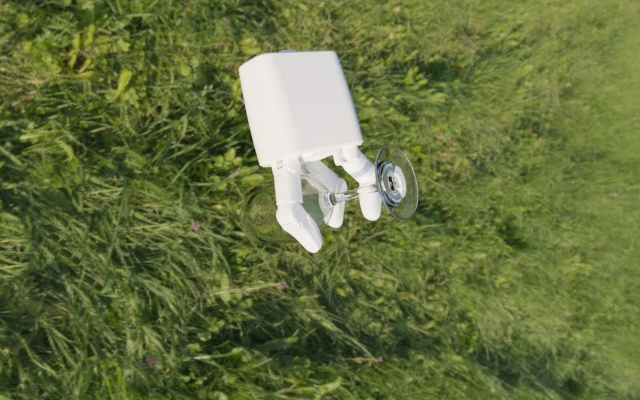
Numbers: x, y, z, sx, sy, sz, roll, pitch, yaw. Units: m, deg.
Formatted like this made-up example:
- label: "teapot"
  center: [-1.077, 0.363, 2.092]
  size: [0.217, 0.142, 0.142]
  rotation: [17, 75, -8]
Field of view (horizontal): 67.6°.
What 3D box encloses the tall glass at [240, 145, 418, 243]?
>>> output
- label: "tall glass"
  center: [0.001, 0.002, 0.523]
  size: [0.201, 0.079, 0.079]
  rotation: [-15, -10, 39]
